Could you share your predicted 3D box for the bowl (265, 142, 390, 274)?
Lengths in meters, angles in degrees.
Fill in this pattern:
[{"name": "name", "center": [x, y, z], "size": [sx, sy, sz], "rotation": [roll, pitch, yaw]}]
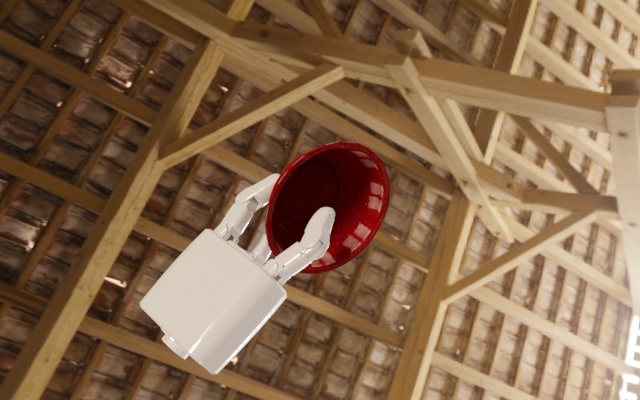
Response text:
[{"name": "bowl", "center": [0.001, 0.001, 0.552], "size": [0.162, 0.162, 0.055], "rotation": [0, 24, -33]}]
